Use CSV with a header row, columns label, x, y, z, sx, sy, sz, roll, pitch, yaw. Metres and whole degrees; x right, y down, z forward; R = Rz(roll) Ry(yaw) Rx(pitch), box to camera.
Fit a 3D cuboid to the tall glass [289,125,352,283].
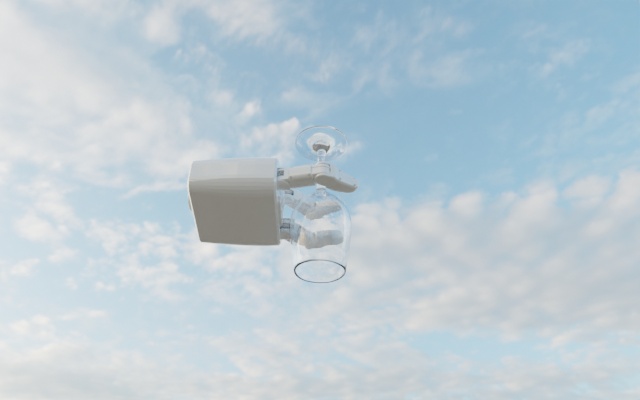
label,x,y,z,sx,sy,sz,roll,pitch,yaw
tall glass,0.000,0.001,0.614,0.079,0.201,0.079,0,-35,0
